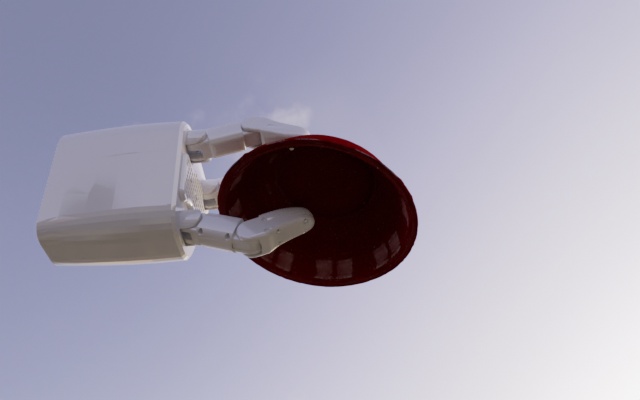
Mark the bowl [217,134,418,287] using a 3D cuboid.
[{"bbox_3d":[0.001,0.001,0.400,0.162,0.162,0.055,0,41,12],"label":"bowl"}]
